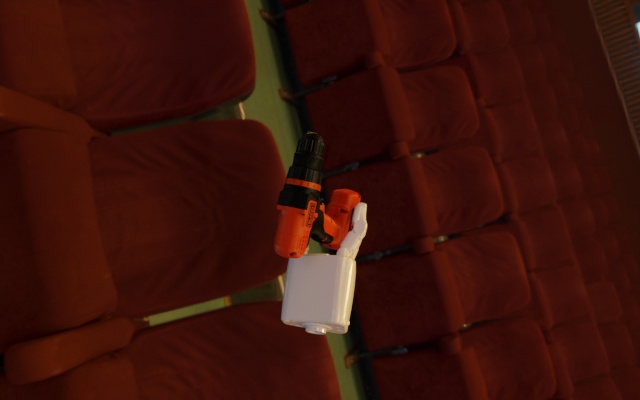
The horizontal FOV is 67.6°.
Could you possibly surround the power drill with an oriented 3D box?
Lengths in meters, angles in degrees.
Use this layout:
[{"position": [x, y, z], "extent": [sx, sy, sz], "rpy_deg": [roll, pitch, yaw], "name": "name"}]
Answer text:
[{"position": [0.000, 0.003, 0.748], "extent": [0.057, 0.184, 0.188], "rpy_deg": [12, -4, 29], "name": "power drill"}]
